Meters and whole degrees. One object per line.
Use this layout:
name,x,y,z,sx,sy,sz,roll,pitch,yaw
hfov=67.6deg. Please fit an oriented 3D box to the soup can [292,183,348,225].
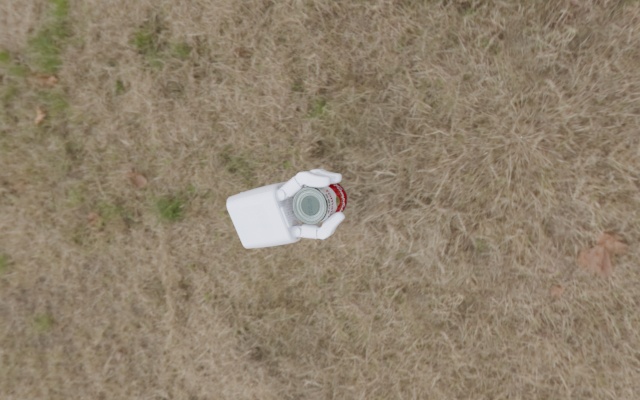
soup can,0.000,0.003,0.860,0.068,0.068,0.102,0,7,23
